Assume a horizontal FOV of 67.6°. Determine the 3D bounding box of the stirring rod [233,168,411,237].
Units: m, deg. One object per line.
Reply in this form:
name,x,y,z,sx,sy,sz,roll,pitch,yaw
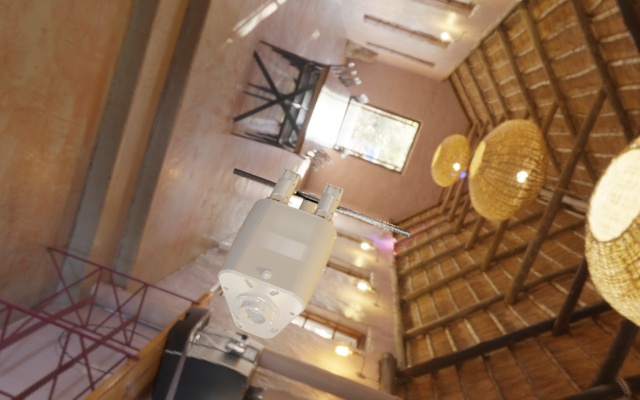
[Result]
stirring rod,0.000,0.002,0.615,0.239,0.011,0.011,20,1,4
